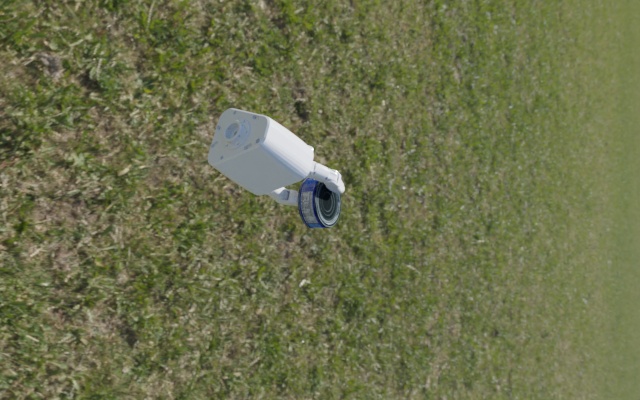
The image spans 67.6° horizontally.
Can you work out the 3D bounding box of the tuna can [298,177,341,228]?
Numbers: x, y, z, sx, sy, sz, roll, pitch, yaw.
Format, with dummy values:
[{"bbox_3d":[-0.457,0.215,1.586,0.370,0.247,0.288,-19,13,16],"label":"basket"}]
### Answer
[{"bbox_3d":[0.001,0.003,0.776,0.034,0.086,0.086,-3,-1,31],"label":"tuna can"}]
